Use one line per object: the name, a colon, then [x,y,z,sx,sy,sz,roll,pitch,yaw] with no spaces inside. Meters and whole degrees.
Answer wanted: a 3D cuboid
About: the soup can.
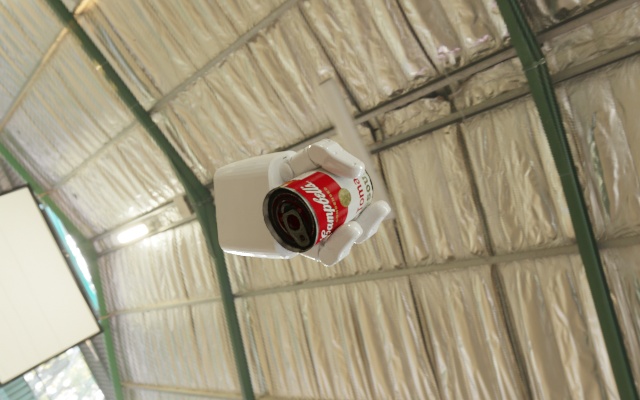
soup can: [0.001,0.001,0.487,0.068,0.068,0.102,0,21,40]
